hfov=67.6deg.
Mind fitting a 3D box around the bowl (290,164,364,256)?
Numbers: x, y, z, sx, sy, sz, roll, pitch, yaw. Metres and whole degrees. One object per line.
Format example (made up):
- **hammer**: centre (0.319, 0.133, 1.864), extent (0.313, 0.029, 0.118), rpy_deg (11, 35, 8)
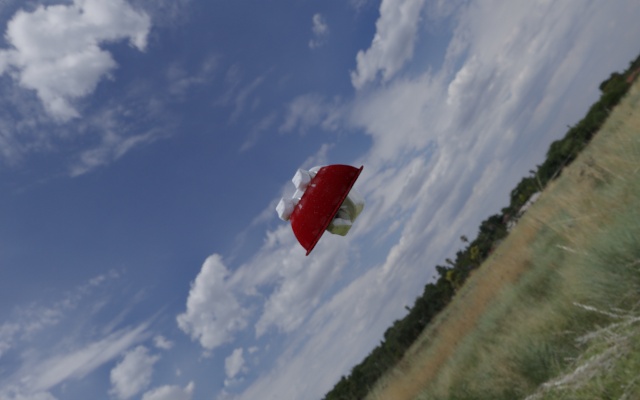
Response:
- **bowl**: centre (0.000, 0.002, 0.722), extent (0.055, 0.162, 0.162), rpy_deg (32, 0, 0)
